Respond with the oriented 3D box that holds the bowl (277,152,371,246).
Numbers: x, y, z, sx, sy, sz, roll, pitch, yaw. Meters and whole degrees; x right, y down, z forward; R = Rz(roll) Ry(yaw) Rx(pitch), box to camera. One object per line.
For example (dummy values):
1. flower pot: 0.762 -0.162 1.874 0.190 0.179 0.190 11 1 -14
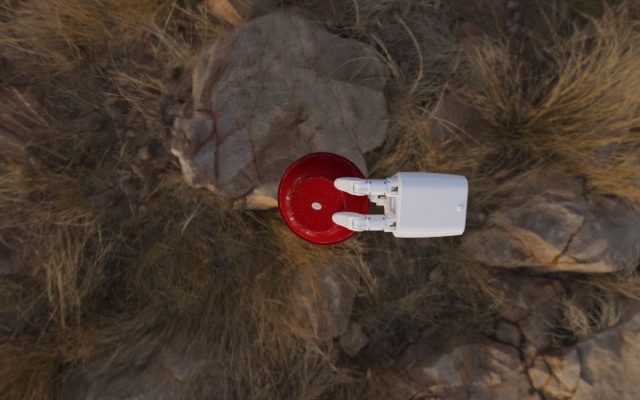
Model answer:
1. bowl: -0.001 0.003 0.786 0.162 0.162 0.055 0 10 11
